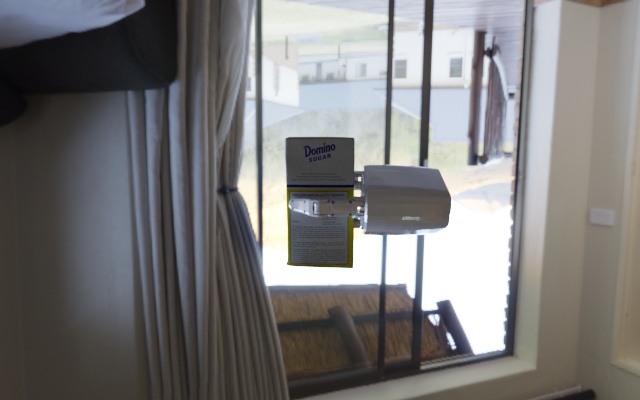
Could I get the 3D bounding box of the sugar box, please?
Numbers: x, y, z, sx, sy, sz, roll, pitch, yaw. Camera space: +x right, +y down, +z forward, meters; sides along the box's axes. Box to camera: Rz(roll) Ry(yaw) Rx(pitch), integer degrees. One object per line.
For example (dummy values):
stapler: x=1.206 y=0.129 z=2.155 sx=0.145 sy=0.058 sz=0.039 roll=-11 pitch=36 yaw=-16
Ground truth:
sugar box: x=0.000 y=0.002 z=0.649 sx=0.093 sy=0.176 sz=0.048 roll=1 pitch=8 yaw=3
